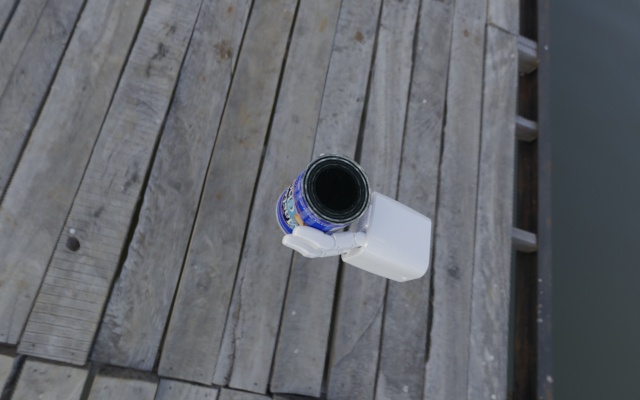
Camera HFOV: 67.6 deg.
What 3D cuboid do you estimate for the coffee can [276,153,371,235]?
[{"bbox_3d":[0.000,0.002,0.711,0.103,0.102,0.140,0,-15,-20],"label":"coffee can"}]
